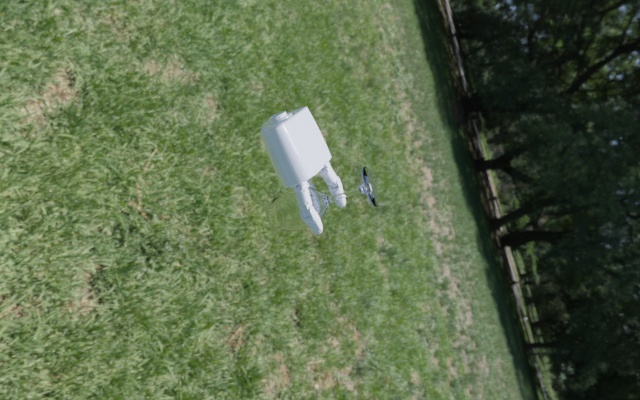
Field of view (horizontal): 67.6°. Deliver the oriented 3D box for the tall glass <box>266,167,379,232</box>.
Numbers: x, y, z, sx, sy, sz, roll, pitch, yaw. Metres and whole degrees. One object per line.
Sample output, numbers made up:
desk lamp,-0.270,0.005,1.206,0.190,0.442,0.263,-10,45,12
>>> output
tall glass,0.001,0.003,0.874,0.201,0.079,0.079,-17,-7,21
